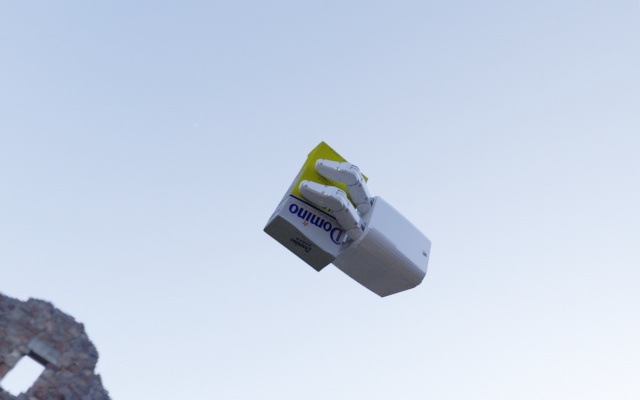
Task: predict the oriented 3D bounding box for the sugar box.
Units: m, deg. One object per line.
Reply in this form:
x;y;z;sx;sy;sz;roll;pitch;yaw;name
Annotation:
0.001;0.002;0.646;0.048;0.093;0.176;-44;14;38;sugar box
